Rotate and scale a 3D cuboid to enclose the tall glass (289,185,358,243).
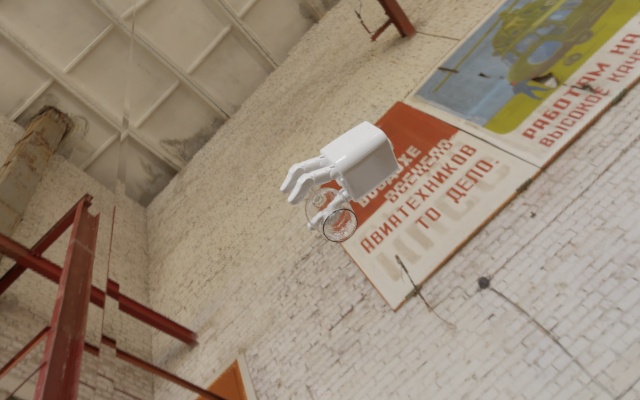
[{"bbox_3d":[0.000,0.003,0.865,0.079,0.079,0.201,0,23,-21],"label":"tall glass"}]
